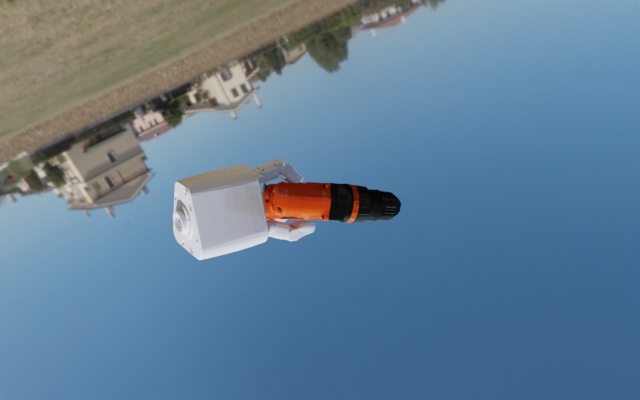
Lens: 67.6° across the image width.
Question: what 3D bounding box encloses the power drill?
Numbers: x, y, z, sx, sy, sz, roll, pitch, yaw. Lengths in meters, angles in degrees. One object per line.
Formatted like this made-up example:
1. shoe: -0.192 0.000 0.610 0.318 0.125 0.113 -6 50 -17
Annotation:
1. power drill: 0.000 0.002 0.703 0.184 0.057 0.187 6 -4 -21
